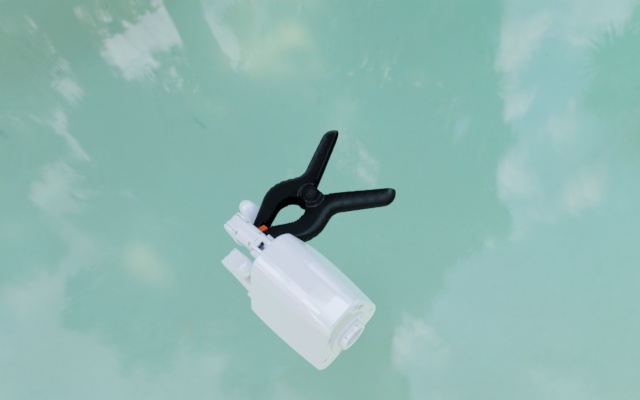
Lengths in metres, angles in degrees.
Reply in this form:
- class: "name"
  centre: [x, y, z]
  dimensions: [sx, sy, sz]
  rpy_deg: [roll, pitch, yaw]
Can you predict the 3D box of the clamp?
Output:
- class: "clamp"
  centre: [0.000, 0.002, 0.553]
  dimensions: [0.120, 0.171, 0.039]
  rpy_deg: [38, -18, 24]
